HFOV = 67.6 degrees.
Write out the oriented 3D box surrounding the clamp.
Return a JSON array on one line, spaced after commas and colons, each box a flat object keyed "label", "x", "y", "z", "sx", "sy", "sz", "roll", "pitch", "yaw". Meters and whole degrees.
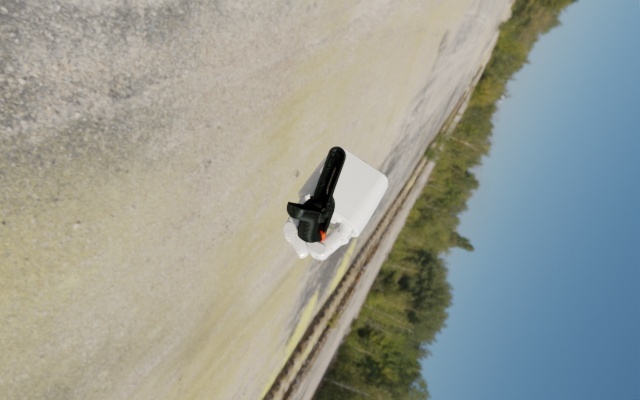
[{"label": "clamp", "x": 0.001, "y": 0.003, "z": 0.676, "sx": 0.039, "sy": 0.120, "sz": 0.171, "roll": 35, "pitch": -18, "yaw": 15}]
